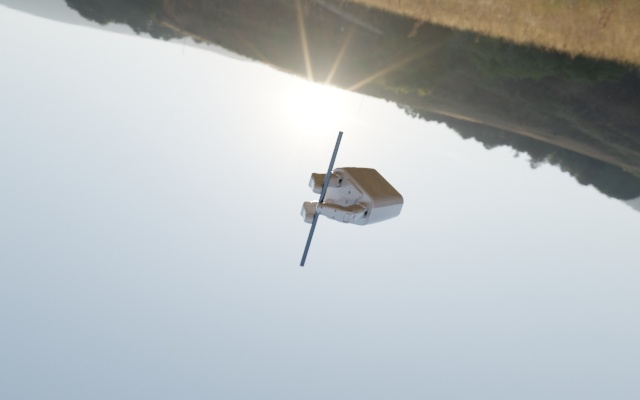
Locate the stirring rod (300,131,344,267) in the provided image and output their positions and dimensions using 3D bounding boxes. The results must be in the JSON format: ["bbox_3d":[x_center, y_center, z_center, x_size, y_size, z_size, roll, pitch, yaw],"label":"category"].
[{"bbox_3d":[0.000,0.002,0.776,0.011,0.240,0.011,15,20,-5],"label":"stirring rod"}]
